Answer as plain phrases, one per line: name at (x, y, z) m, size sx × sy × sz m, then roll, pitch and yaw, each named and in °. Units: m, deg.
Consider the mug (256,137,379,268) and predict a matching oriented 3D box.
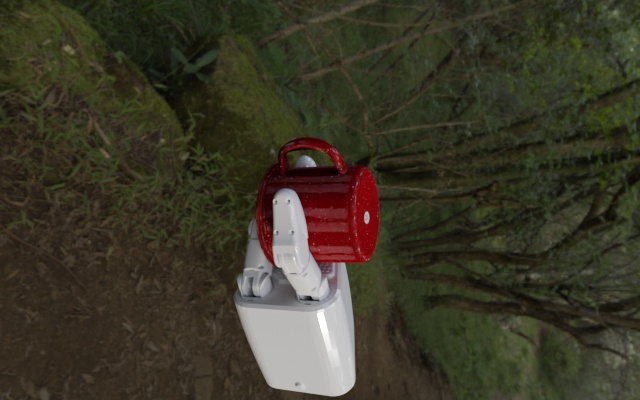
mug at (0.000, 0.000, 0.403) m, size 0.081 × 0.117 × 0.093 m, roll -1°, pitch 28°, yaw 21°
